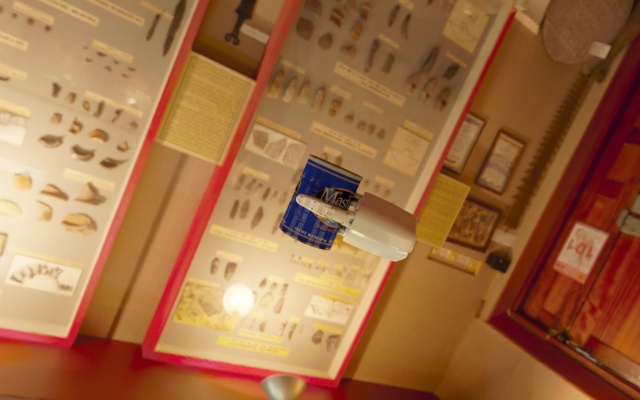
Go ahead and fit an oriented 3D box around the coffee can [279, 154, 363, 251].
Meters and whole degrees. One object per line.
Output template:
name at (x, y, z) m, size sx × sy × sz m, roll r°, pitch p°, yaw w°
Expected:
coffee can at (0.000, 0.003, 0.841) m, size 0.103 × 0.140 × 0.103 m, roll 23°, pitch 6°, yaw -3°
